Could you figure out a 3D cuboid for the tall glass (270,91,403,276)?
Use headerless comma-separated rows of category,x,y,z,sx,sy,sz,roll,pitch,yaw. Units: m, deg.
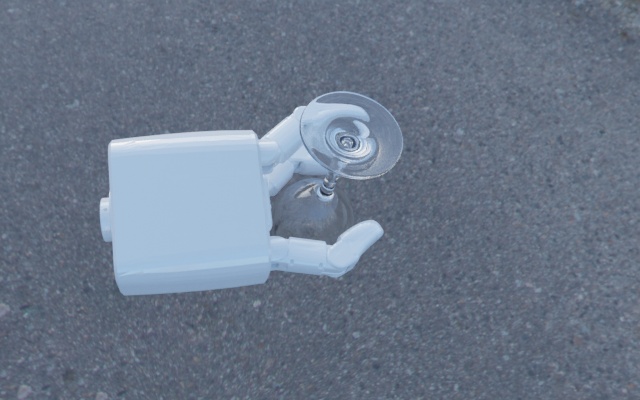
tall glass,0.000,0.001,0.413,0.079,0.079,0.201,0,-29,-14
